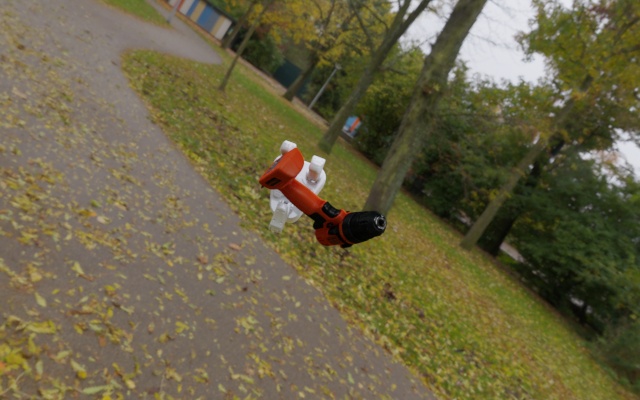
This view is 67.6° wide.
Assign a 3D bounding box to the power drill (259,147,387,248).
[{"bbox_3d":[0.000,0.002,0.769,0.188,0.057,0.184,45,-28,-14],"label":"power drill"}]
